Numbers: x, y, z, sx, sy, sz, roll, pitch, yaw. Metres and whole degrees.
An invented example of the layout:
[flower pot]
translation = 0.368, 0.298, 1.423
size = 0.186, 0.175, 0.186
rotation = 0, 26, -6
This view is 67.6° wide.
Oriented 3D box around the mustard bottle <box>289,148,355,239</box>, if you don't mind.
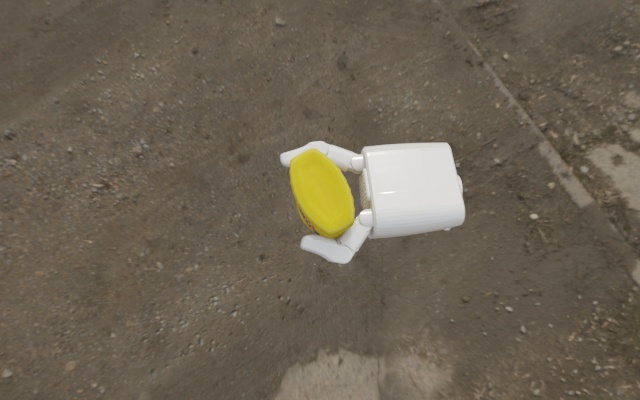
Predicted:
[mustard bottle]
translation = 0.000, 0.002, 0.595
size = 0.058, 0.096, 0.191
rotation = -29, -6, -5
